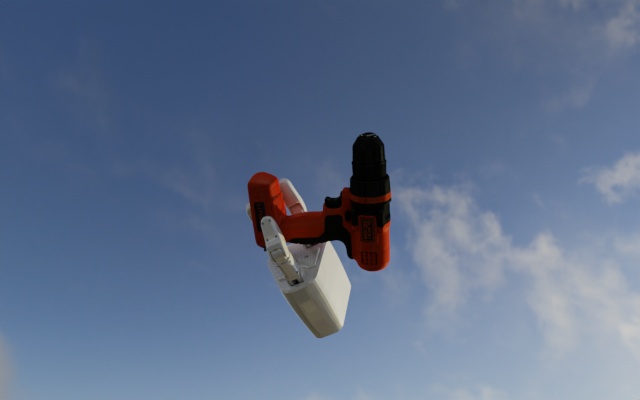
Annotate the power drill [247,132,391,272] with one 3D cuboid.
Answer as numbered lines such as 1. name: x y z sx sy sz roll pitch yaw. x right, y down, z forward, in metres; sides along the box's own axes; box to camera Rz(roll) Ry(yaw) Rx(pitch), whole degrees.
1. power drill: 0.000 0.002 0.629 0.187 0.184 0.057 3 20 20
